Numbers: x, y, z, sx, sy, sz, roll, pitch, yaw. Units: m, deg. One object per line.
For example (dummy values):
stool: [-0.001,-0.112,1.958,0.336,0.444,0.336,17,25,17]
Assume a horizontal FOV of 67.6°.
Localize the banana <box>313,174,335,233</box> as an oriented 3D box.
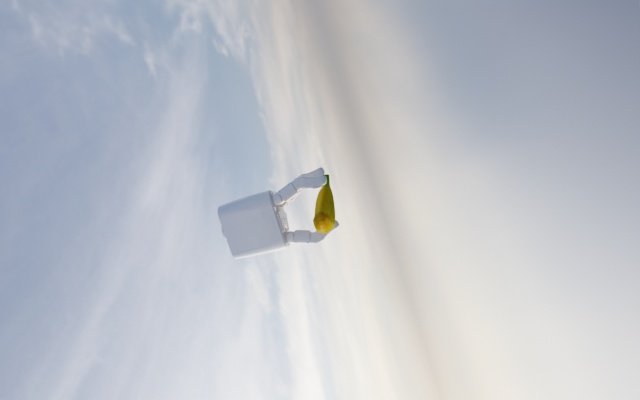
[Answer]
banana: [0.005,0.018,0.845,0.037,0.070,0.197,-12,22,6]
